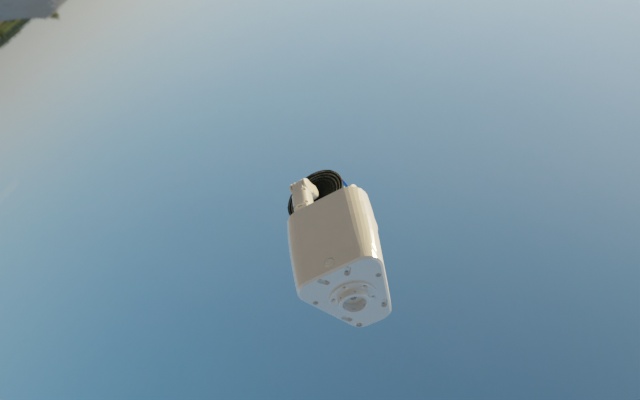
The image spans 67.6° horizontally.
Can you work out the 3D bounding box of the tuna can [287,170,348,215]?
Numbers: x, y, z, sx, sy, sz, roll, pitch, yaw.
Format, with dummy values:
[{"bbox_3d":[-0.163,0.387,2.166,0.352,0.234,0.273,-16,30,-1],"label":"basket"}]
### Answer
[{"bbox_3d":[0.000,0.002,0.643,0.086,0.086,0.034,0,-35,40],"label":"tuna can"}]
